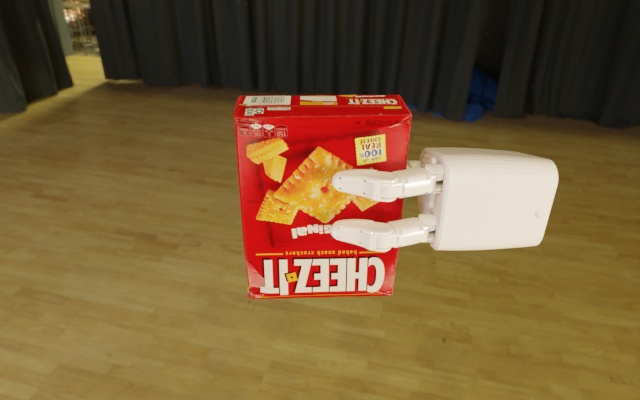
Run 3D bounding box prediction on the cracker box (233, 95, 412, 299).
[{"bbox_3d":[0.000,0.001,0.500,0.164,0.214,0.072,-1,29,-2],"label":"cracker box"}]
